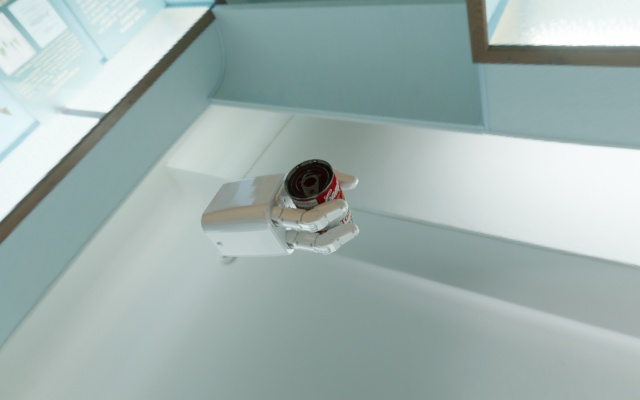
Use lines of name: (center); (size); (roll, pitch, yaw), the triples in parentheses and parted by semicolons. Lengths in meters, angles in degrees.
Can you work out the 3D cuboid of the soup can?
soup can: (0.001, 0.002, 0.657); (0.068, 0.068, 0.102); (0, -38, 23)
